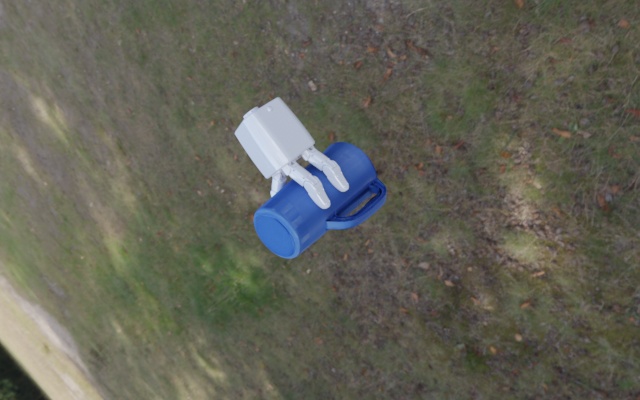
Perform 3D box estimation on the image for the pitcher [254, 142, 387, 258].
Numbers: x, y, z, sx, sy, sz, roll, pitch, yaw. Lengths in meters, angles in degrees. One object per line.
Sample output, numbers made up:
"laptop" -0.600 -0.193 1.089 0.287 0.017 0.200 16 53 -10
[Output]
"pitcher" 0.000 0.003 0.898 0.242 0.145 0.149 -41 10 -37
